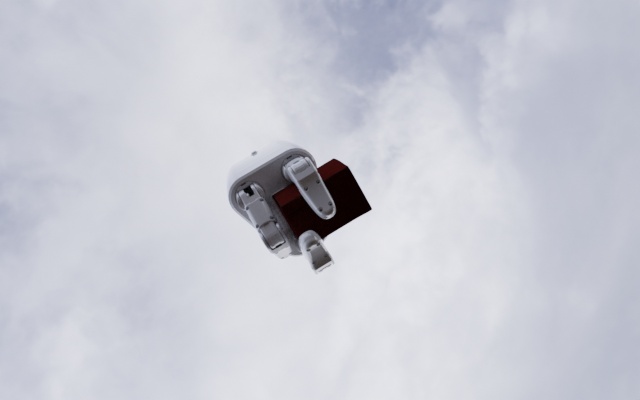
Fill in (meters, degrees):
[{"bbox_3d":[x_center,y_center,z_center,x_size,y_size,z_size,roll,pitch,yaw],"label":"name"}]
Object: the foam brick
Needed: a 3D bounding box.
[{"bbox_3d":[0.000,0.002,0.474,0.078,0.053,0.051,-30,19,-5],"label":"foam brick"}]
